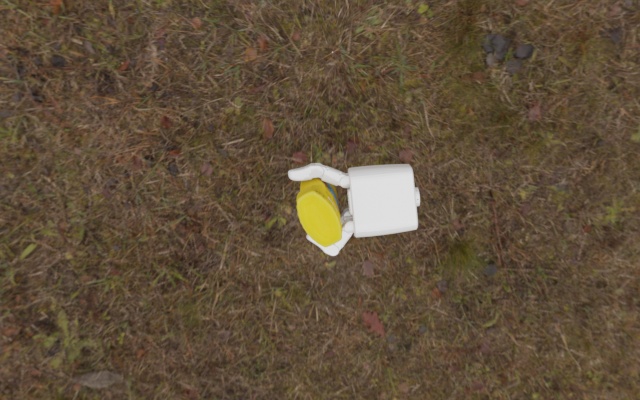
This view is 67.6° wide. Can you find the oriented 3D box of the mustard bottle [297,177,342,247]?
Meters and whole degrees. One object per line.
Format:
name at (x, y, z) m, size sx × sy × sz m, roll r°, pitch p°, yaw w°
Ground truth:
mustard bottle at (0.000, 0.003, 0.821) m, size 0.058 × 0.096 × 0.191 m, roll -29°, pitch 14°, yaw 9°
